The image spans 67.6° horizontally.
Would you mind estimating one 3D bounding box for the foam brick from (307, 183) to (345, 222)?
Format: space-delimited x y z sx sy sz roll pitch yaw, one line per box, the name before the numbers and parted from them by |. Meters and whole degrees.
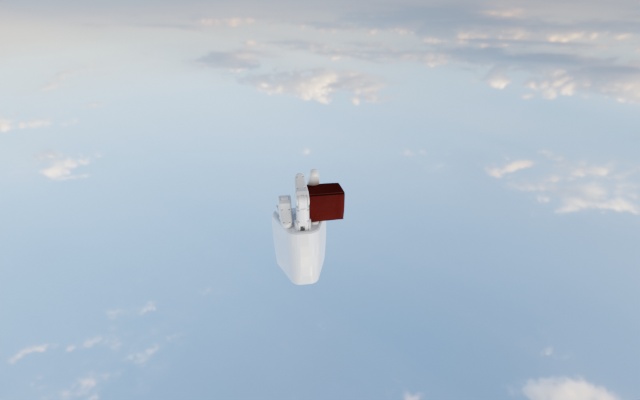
foam brick | 0.000 0.003 0.839 0.078 0.051 0.053 -4 23 -7
